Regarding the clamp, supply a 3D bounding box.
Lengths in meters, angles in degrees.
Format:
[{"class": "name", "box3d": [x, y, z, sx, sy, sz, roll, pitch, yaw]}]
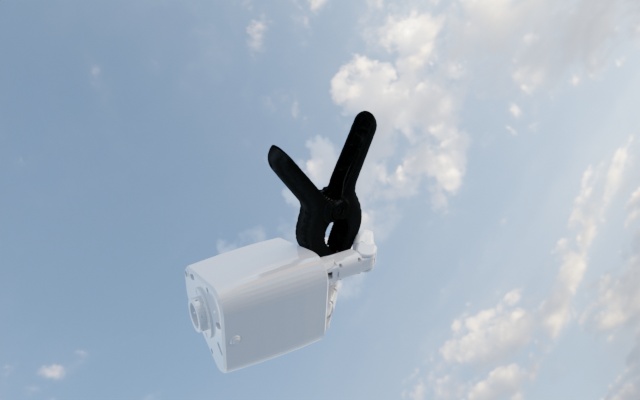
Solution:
[{"class": "clamp", "box3d": [0.000, 0.001, 0.472, 0.120, 0.171, 0.039, -13, 30, -30]}]
